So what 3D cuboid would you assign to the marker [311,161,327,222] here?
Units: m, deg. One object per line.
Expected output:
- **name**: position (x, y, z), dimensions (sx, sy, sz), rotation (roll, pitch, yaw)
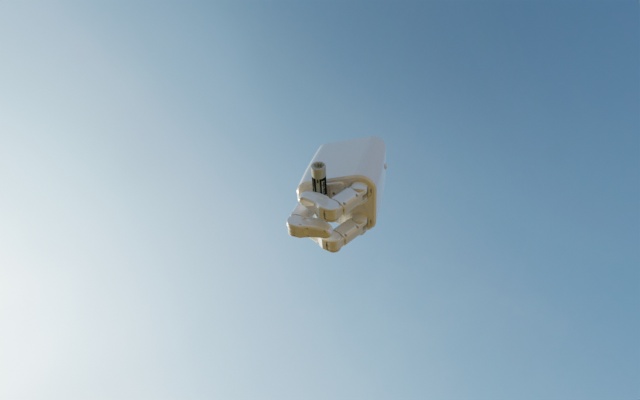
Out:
- **marker**: position (0.000, 0.002, 0.634), dimensions (0.020, 0.121, 0.020), rotation (-2, 40, 2)
